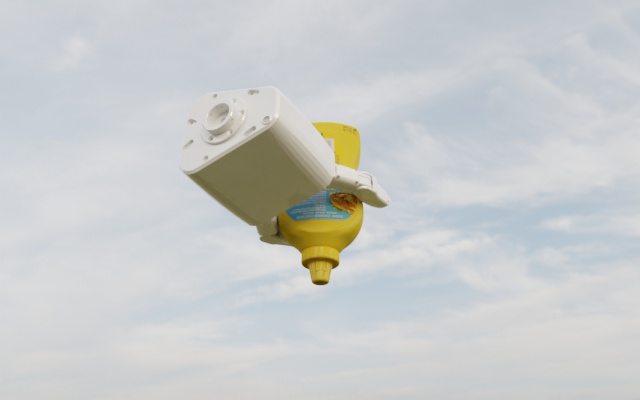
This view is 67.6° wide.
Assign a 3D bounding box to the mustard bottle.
[{"bbox_3d":[0.000,0.002,0.539,0.096,0.191,0.058,-1,-30,1],"label":"mustard bottle"}]
